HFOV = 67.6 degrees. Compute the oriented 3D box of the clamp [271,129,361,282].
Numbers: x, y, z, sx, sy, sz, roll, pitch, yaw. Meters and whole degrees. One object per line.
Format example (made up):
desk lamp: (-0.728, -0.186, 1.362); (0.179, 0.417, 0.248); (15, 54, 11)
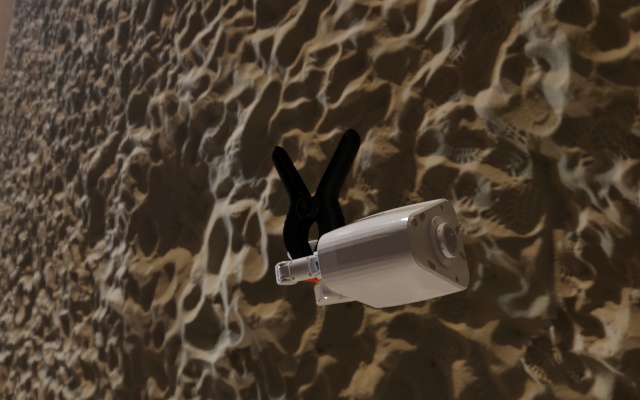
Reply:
clamp: (0.000, 0.002, 0.535); (0.120, 0.171, 0.039); (-20, -18, 38)
